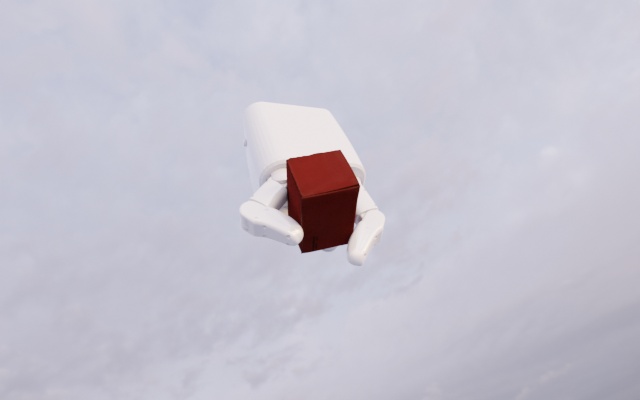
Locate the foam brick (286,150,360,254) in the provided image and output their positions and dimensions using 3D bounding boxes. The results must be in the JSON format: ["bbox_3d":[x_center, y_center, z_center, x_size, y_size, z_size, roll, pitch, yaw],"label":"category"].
[{"bbox_3d":[0.000,0.001,0.431,0.053,0.051,0.078,-11,-42,-13],"label":"foam brick"}]
